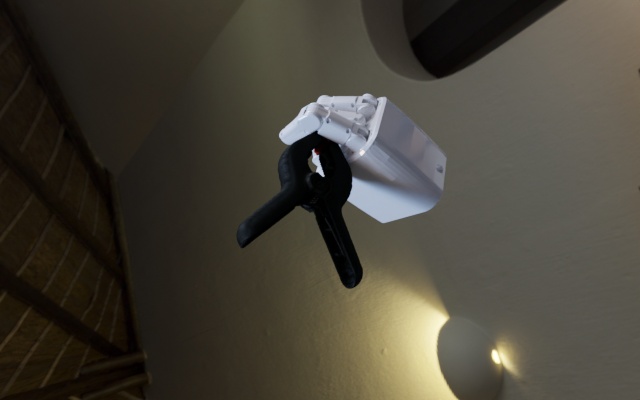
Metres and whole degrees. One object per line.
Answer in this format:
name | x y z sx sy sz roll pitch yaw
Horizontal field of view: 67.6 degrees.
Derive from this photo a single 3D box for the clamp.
clamp | 0.000 0.002 0.461 0.120 0.171 0.039 35 -41 -17
